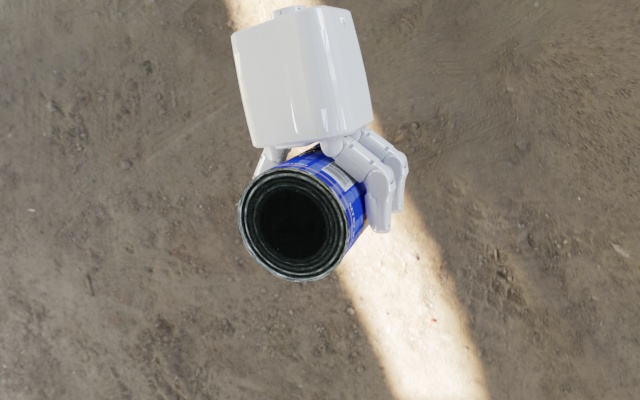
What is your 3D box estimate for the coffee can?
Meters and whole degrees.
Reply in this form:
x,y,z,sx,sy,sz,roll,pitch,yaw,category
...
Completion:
x,y,z,sx,sy,sz,roll,pitch,yaw,category
0.000,0.002,0.458,0.103,0.103,0.140,0,17,22,coffee can
